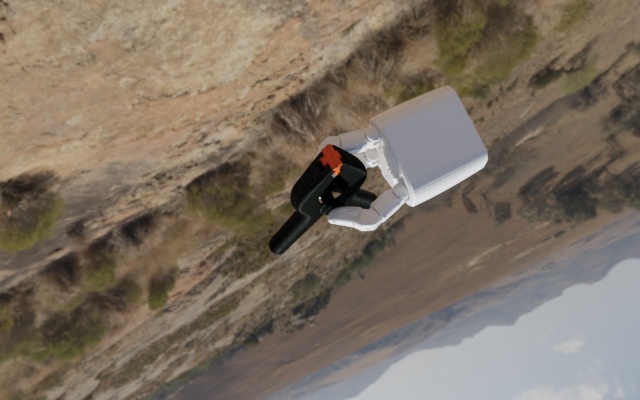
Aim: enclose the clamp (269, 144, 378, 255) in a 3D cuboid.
[{"bbox_3d":[0.001,0.002,0.575,0.164,0.036,0.210,-28,-20,-6],"label":"clamp"}]
